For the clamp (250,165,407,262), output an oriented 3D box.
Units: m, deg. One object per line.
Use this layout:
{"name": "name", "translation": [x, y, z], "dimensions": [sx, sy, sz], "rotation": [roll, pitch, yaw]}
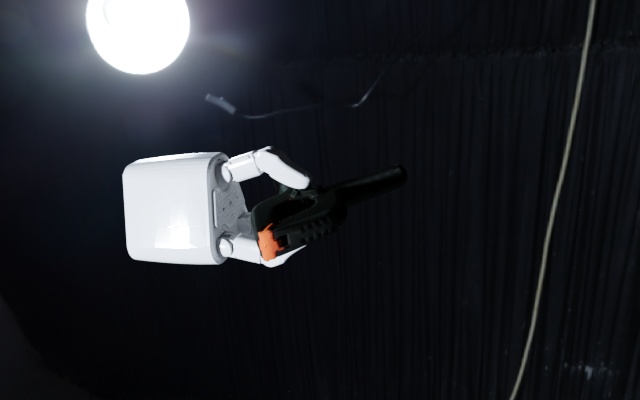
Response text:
{"name": "clamp", "translation": [0.000, 0.001, 0.486], "dimensions": [0.164, 0.036, 0.210], "rotation": [-4, 19, 16]}
